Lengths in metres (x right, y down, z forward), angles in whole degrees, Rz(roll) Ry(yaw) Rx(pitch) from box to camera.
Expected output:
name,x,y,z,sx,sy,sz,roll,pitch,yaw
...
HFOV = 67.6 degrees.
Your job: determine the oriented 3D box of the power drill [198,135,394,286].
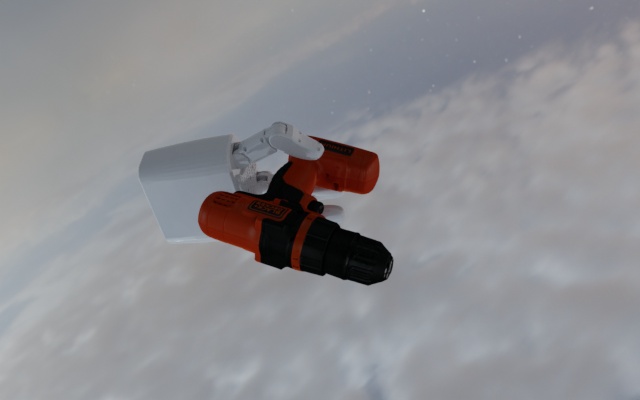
name,x,y,z,sx,sy,sz,roll,pitch,yaw
power drill,0.000,0.001,0.483,0.184,0.057,0.187,17,32,15
